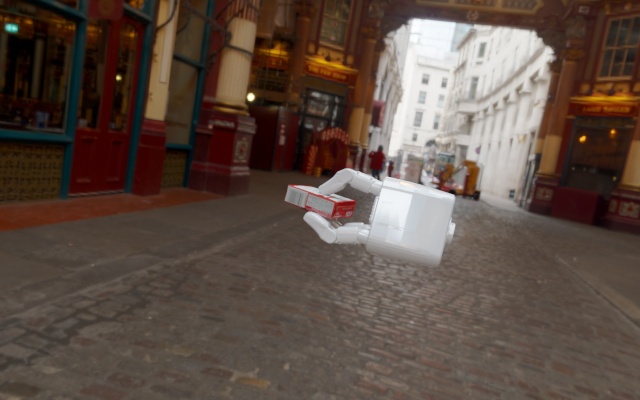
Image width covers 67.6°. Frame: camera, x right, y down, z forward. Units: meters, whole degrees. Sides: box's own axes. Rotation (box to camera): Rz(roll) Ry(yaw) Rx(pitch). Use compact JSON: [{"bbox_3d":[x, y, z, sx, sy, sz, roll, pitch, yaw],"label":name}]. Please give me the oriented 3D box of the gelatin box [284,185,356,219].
[{"bbox_3d":[0.000,0.002,0.743,0.089,0.030,0.073,20,9,25],"label":"gelatin box"}]
